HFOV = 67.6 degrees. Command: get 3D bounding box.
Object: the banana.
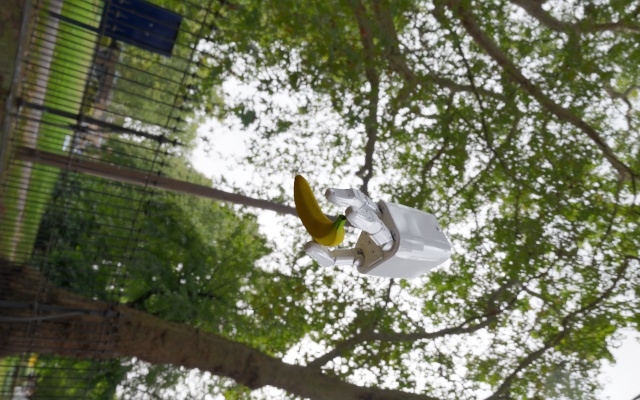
[{"bbox_3d":[-0.004,0.021,0.720,0.037,0.070,0.197,9,16,-26],"label":"banana"}]
